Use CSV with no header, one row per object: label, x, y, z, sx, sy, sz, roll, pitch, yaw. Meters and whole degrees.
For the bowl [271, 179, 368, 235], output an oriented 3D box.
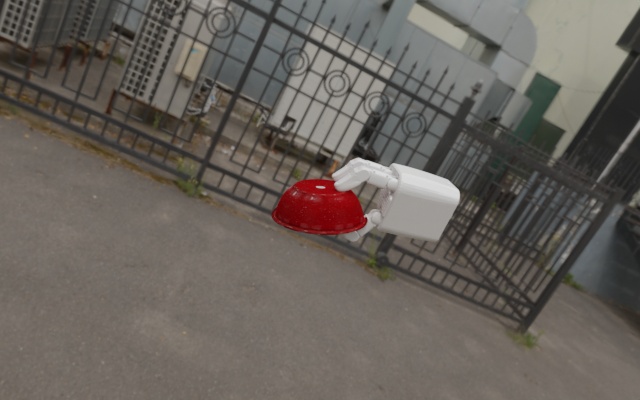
bowl,-0.001,0.002,0.789,0.162,0.055,0.162,3,18,-1
